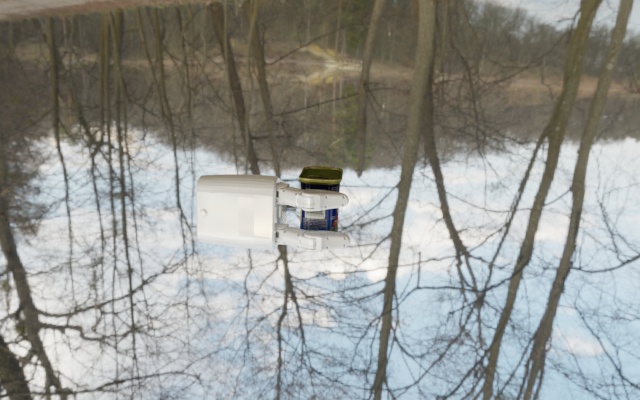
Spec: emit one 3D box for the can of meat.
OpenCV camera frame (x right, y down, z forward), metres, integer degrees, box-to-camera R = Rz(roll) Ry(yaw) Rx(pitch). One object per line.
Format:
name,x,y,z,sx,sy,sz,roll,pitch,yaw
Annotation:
can of meat,0.000,0.002,0.662,0.057,0.084,0.102,3,13,3
